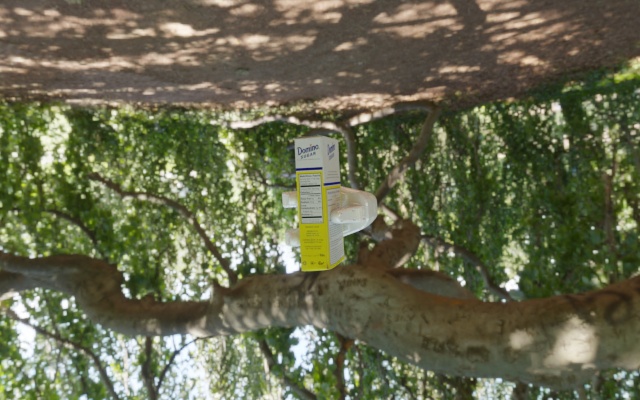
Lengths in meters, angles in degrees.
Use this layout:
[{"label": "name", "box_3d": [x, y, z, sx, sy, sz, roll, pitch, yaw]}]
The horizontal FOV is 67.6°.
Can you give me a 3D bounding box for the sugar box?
[{"label": "sugar box", "box_3d": [0.000, 0.002, 0.659, 0.048, 0.176, 0.093, -5, 2, 15]}]
